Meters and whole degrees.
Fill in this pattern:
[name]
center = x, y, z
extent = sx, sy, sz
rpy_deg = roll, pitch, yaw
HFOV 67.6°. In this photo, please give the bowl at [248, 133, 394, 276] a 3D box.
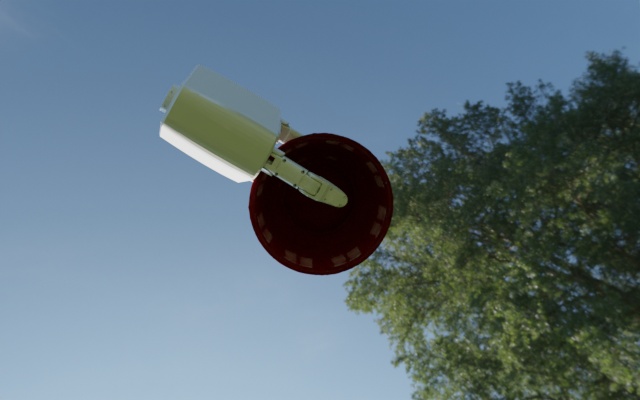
[bowl]
center = 0.001, 0.003, 0.555
extent = 0.162, 0.162, 0.055
rpy_deg = 0, 11, -3
